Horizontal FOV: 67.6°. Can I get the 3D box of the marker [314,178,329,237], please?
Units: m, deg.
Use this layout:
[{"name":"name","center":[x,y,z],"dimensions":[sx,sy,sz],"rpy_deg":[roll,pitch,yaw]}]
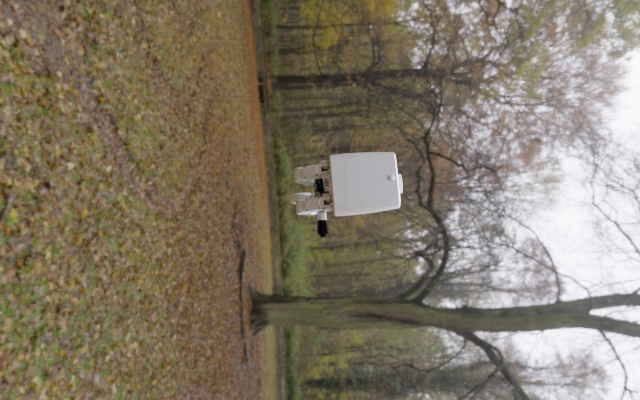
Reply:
[{"name":"marker","center":[0.000,0.003,0.821],"dimensions":[0.020,0.121,0.020],"rpy_deg":[-4,-10,-1]}]
